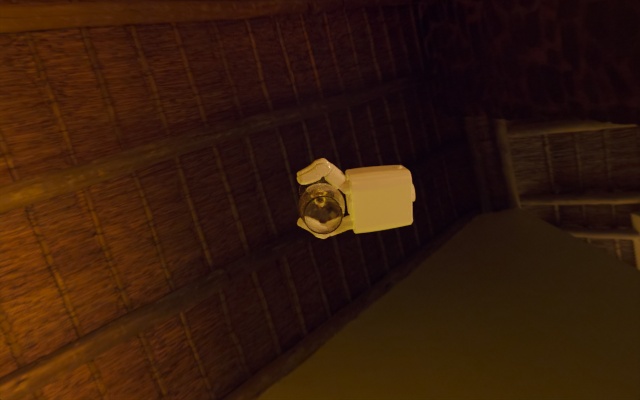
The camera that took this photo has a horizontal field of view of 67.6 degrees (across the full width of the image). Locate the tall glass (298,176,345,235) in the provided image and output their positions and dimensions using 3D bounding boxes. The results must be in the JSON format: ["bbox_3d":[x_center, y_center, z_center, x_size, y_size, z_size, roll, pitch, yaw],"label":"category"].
[{"bbox_3d":[0.000,0.003,0.832,0.079,0.079,0.201,0,12,-2],"label":"tall glass"}]
